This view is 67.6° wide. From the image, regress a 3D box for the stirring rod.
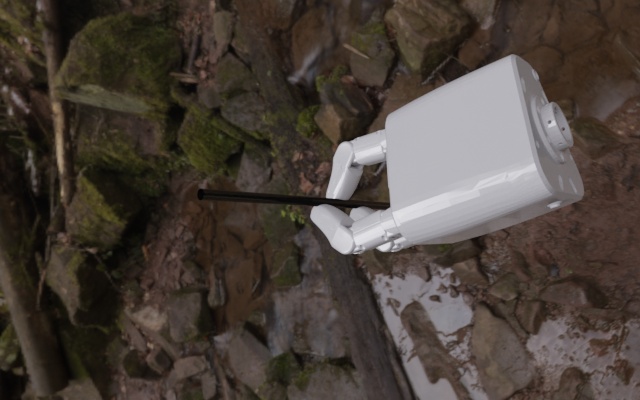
[{"bbox_3d":[0.000,0.001,0.411,0.011,0.011,0.239,0,-3,43],"label":"stirring rod"}]
